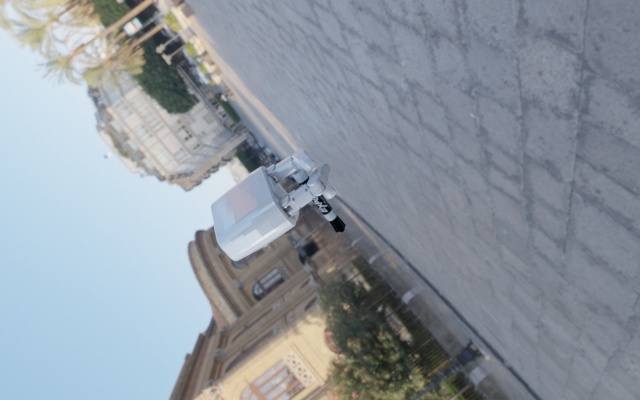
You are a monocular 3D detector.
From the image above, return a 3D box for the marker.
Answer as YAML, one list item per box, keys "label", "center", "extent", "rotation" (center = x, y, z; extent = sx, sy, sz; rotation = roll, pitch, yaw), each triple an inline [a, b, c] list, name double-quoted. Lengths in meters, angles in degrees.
- label: "marker"
  center: [0.000, 0.002, 0.706]
  extent: [0.020, 0.121, 0.020]
  rotation: [-30, 25, 16]
